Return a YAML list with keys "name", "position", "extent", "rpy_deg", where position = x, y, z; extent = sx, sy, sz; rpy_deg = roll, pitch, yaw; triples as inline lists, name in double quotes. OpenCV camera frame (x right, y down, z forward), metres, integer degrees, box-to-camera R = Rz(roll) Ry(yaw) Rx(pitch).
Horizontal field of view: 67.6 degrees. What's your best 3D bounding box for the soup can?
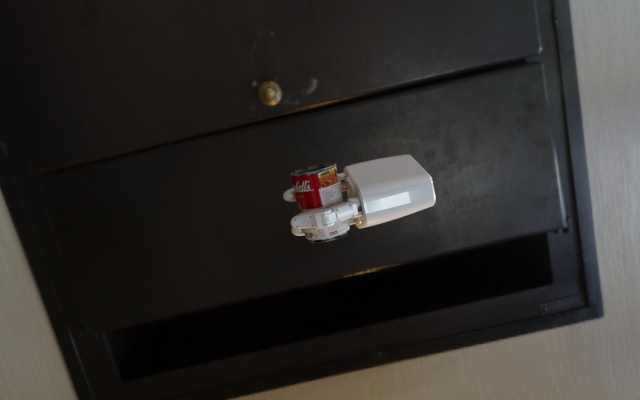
- name: "soup can"
  position: [0.000, 0.003, 0.693]
  extent: [0.068, 0.102, 0.068]
  rpy_deg: [-12, 11, 3]
